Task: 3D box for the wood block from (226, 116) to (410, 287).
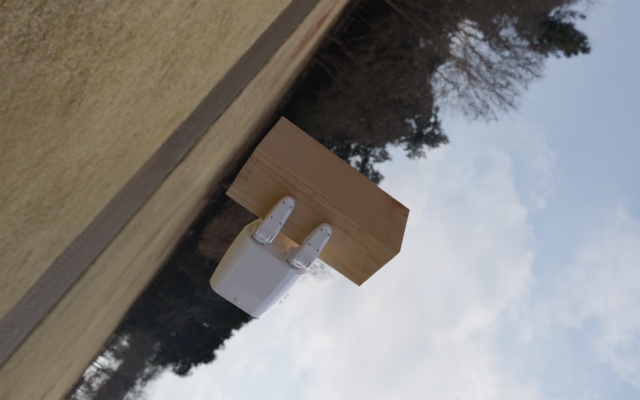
[{"bbox_3d":[0.000,0.002,0.606,0.206,0.090,0.090,36,38,-7],"label":"wood block"}]
